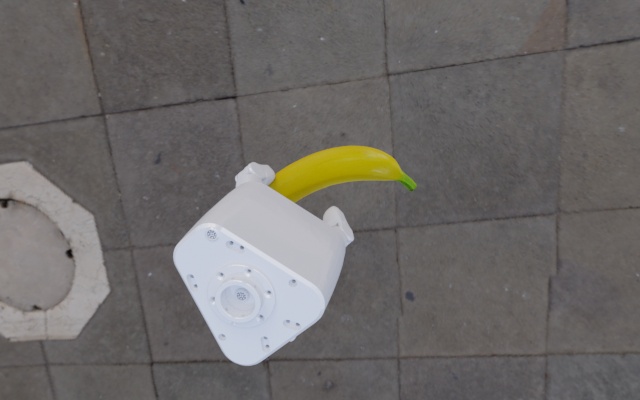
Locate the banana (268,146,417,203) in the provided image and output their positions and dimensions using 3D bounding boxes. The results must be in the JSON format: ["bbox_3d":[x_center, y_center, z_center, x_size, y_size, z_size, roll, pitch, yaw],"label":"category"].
[{"bbox_3d":[-0.002,-0.016,0.509,0.198,0.070,0.037,-14,14,13],"label":"banana"}]
